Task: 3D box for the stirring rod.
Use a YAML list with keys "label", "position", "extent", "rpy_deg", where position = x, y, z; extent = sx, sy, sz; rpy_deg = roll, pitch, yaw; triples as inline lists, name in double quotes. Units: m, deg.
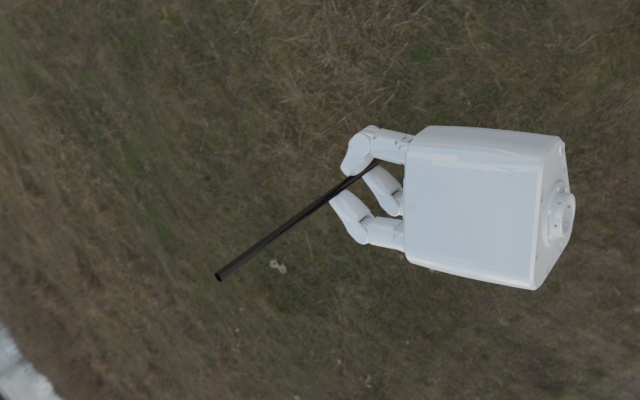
- label: "stirring rod"
  position: [0.000, 0.001, 0.432]
  extent: [0.011, 0.011, 0.239]
  rpy_deg: [0, 28, 47]
